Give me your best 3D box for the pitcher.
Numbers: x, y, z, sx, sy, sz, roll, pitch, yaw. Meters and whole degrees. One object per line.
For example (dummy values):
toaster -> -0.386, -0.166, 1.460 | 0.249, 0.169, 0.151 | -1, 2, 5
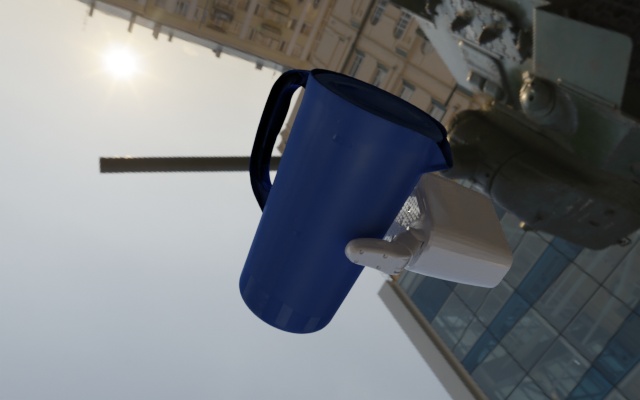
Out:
pitcher -> 0.000, 0.002, 0.467 | 0.145, 0.243, 0.149 | 16, 25, -21
